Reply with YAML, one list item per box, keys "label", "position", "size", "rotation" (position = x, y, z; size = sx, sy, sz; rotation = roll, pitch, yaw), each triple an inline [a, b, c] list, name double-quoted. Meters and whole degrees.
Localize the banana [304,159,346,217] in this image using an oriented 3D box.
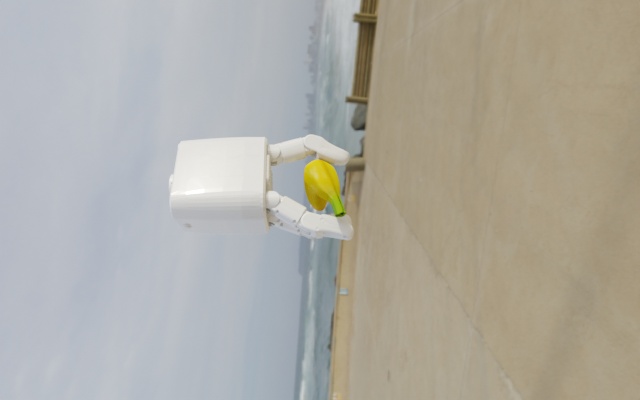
- label: "banana"
  position: [-0.002, -0.016, 0.607]
  size: [0.037, 0.069, 0.198]
  rotation: [-6, 2, -5]
